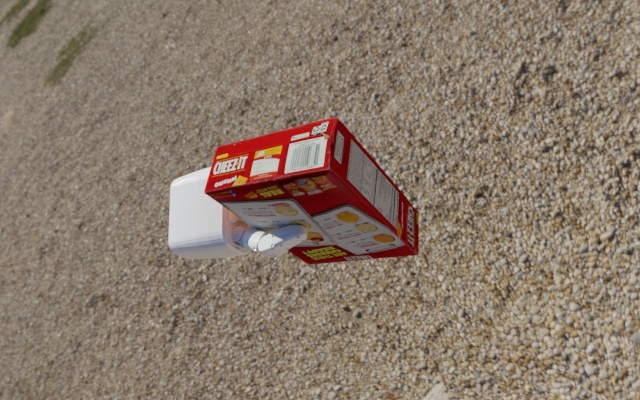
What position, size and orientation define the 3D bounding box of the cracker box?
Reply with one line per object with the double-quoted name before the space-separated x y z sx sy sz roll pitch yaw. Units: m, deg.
"cracker box" 0.000 0.002 0.562 0.164 0.072 0.214 -9 -32 32
